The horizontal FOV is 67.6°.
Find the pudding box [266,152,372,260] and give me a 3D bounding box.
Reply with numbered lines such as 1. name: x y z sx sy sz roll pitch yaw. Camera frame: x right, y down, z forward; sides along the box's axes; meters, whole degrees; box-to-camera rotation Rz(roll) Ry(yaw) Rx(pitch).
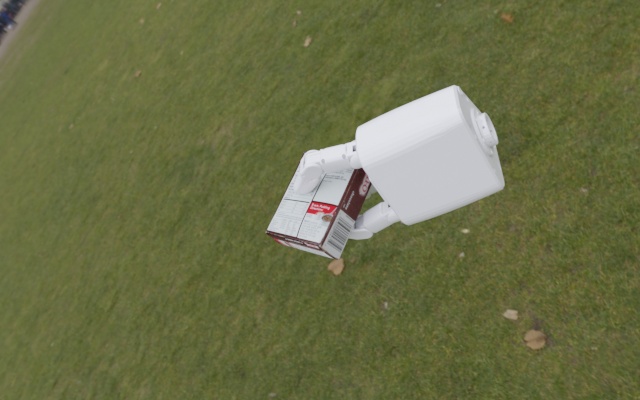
1. pudding box: 0.000 0.002 0.536 0.090 0.113 0.039 10 -24 43
